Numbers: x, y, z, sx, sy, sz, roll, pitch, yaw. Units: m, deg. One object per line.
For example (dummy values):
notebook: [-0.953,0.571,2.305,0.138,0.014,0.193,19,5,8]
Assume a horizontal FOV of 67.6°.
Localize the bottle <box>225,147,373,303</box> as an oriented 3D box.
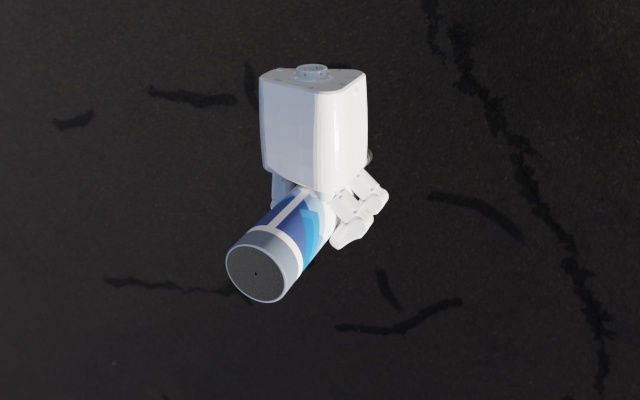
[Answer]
bottle: [0.000,0.002,0.558,0.069,0.069,0.295,0,27,28]
